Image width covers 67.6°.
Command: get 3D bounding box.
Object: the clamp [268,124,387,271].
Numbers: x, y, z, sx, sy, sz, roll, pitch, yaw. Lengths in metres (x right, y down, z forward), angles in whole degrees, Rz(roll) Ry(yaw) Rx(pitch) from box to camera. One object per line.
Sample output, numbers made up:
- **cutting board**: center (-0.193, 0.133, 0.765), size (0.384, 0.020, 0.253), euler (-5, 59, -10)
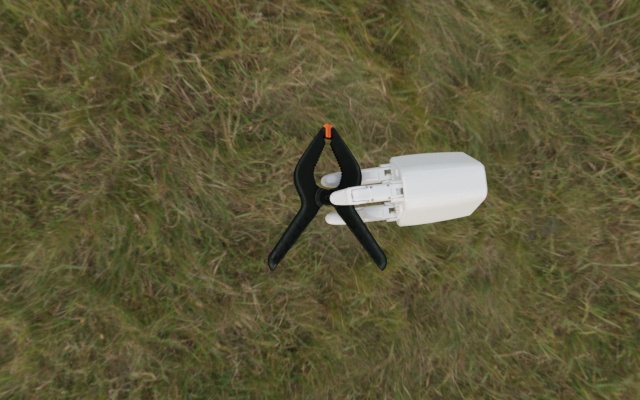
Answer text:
- **clamp**: center (0.000, 0.002, 0.661), size (0.164, 0.210, 0.036), euler (-7, 0, -3)
